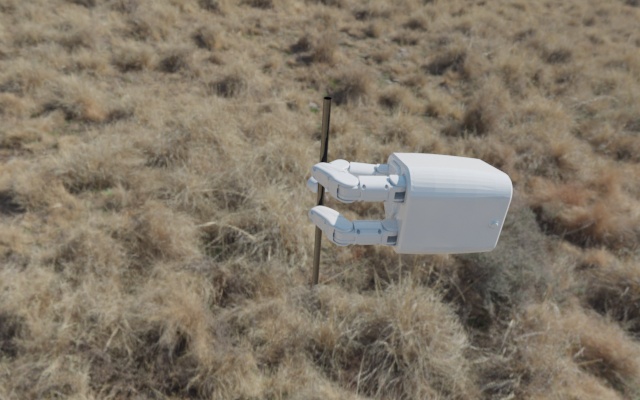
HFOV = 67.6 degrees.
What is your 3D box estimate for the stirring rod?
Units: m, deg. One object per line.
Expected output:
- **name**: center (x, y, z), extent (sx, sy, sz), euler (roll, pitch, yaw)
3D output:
- **stirring rod**: center (0.000, 0.002, 0.526), extent (0.011, 0.240, 0.011), euler (3, 34, -2)
